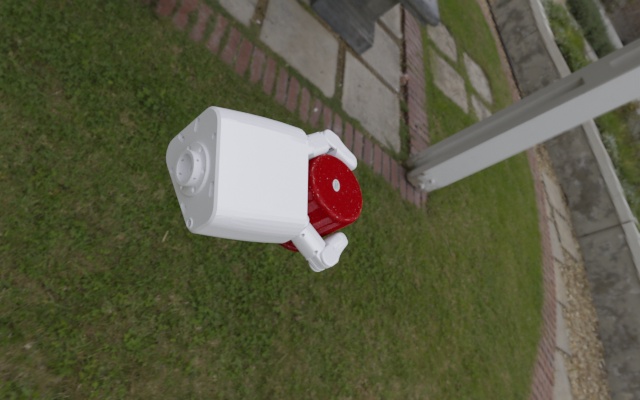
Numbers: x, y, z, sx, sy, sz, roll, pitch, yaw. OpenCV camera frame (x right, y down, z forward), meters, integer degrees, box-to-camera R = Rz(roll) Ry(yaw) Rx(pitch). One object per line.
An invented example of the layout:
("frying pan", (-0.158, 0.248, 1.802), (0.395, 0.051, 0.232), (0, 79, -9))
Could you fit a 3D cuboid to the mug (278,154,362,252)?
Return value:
("mug", (0.001, 0.002, 0.539), (0.081, 0.093, 0.117), (-28, -24, 38))
